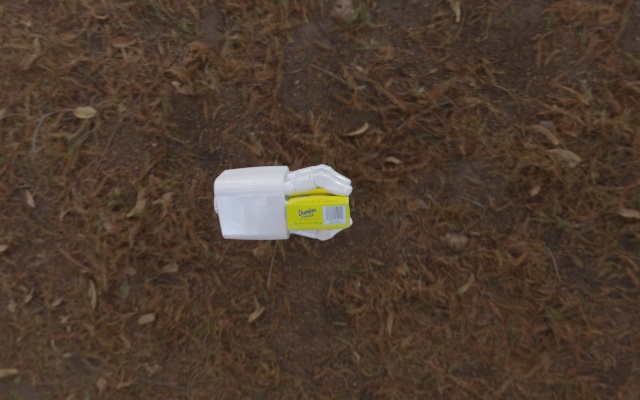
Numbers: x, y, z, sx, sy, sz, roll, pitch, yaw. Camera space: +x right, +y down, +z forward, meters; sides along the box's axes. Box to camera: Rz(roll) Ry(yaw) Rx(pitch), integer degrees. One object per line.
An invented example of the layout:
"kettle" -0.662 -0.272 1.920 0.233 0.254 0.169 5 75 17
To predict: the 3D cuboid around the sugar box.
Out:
"sugar box" 0.000 0.002 0.771 0.093 0.048 0.176 -2 16 2
